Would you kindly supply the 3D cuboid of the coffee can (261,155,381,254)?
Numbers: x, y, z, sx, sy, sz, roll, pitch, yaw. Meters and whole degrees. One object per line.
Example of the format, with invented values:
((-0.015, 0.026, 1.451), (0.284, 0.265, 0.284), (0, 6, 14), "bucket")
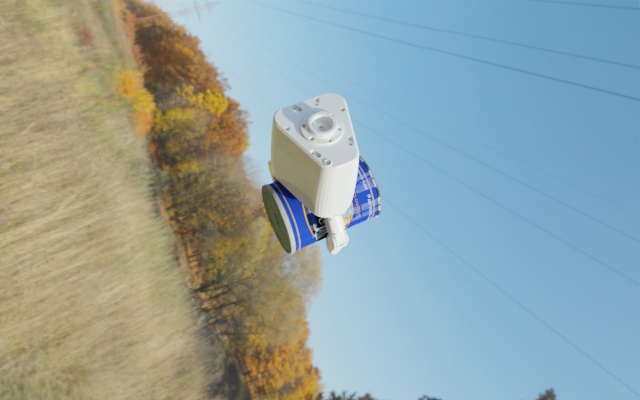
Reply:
((0.000, 0.002, 0.680), (0.140, 0.103, 0.103), (-22, 6, -16), "coffee can")
